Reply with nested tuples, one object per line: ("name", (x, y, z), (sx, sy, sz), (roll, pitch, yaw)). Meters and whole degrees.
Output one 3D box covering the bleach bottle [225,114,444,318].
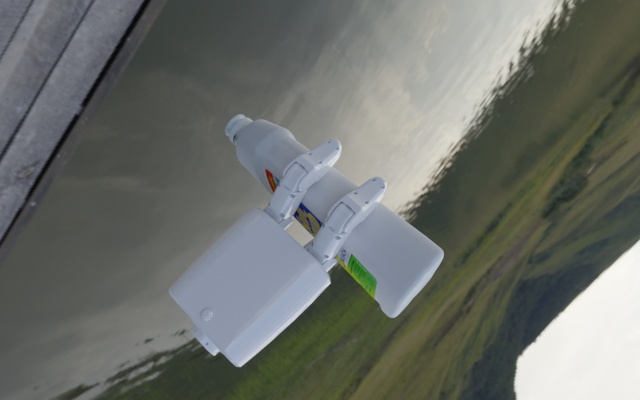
("bleach bottle", (0.000, 0.002, 0.474), (0.250, 0.068, 0.103), (41, -17, 19))
